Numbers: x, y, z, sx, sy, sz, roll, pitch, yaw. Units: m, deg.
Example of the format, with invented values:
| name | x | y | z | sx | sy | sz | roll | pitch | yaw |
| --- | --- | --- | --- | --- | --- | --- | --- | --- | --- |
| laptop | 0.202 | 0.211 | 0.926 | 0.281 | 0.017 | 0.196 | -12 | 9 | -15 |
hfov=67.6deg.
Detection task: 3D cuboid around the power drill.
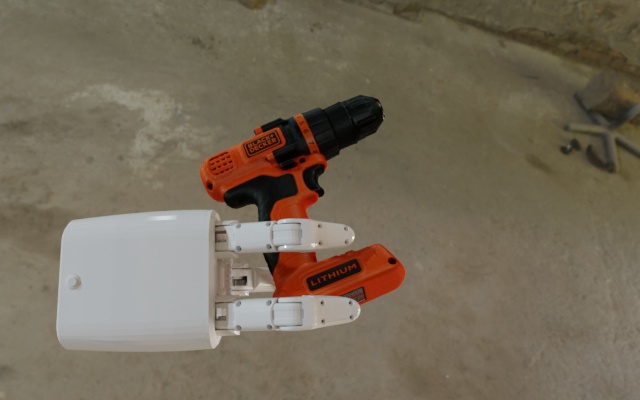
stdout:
| name | x | y | z | sx | sy | sz | roll | pitch | yaw |
| --- | --- | --- | --- | --- | --- | --- | --- | --- | --- |
| power drill | 0.000 | 0.002 | 0.420 | 0.184 | 0.187 | 0.057 | -25 | -32 | -1 |
